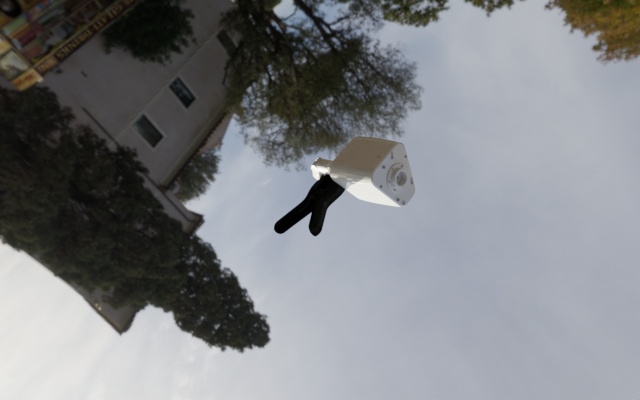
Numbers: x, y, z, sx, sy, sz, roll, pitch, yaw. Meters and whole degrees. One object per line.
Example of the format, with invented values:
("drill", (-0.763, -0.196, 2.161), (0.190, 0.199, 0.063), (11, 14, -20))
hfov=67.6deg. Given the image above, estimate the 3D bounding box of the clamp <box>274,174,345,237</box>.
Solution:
("clamp", (0.000, 0.003, 0.858), (0.120, 0.171, 0.039), (15, -31, 52))
